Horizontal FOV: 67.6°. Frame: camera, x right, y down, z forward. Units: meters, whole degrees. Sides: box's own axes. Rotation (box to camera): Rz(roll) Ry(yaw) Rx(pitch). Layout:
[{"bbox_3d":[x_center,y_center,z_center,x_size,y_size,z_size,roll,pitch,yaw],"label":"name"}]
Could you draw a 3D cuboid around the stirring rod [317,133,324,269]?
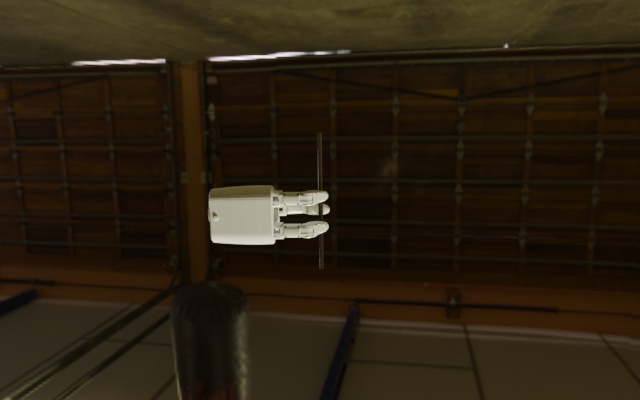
[{"bbox_3d":[0.000,0.003,0.835,0.011,0.239,0.011,-1,9,0],"label":"stirring rod"}]
